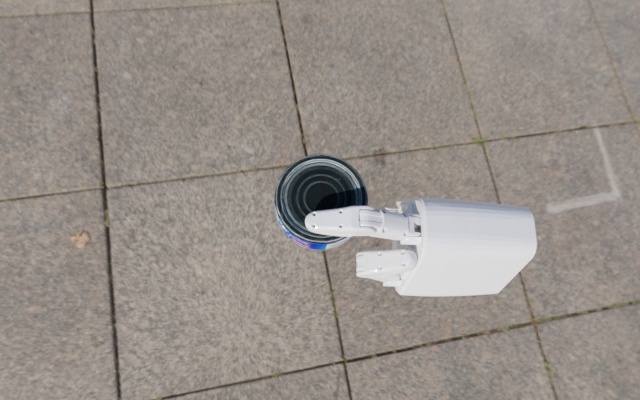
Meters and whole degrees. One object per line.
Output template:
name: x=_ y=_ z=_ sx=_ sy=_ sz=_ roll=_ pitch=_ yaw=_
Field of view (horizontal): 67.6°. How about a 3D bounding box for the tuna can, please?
tuna can: x=0.000 y=0.001 z=0.441 sx=0.086 sy=0.086 sz=0.034 roll=0 pitch=-15 yaw=-3
